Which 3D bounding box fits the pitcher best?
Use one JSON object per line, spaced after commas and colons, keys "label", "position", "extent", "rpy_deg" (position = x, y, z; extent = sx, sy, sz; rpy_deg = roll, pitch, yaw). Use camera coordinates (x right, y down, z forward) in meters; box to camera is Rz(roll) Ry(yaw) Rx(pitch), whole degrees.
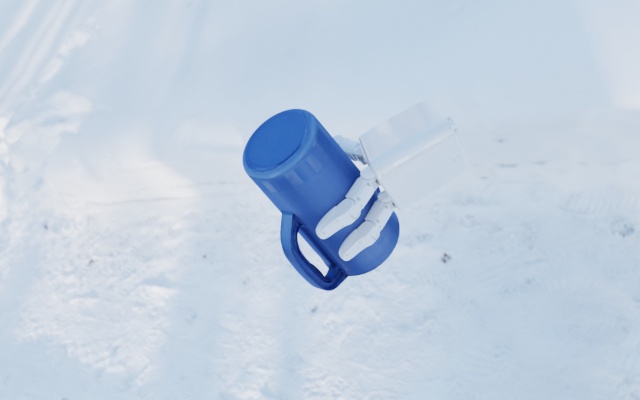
{"label": "pitcher", "position": [0.000, 0.002, 0.645], "extent": [0.145, 0.149, 0.243], "rpy_deg": [-30, -45, 12]}
